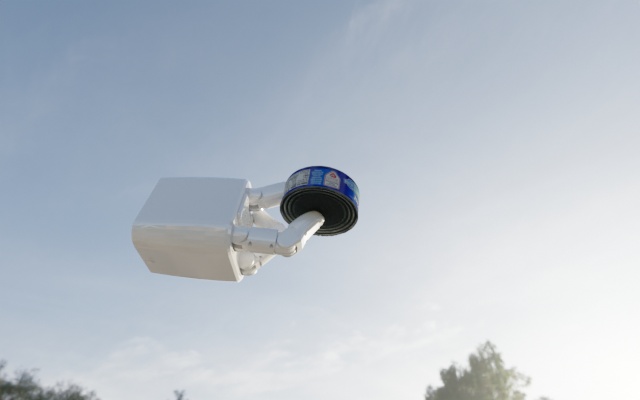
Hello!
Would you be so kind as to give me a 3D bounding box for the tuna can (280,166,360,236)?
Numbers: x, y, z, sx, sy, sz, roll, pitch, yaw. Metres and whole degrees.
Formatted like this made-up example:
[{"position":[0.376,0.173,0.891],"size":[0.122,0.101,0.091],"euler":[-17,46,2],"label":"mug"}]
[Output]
[{"position":[0.000,0.001,0.525],"size":[0.086,0.033,0.086],"euler":[6,-38,5],"label":"tuna can"}]
